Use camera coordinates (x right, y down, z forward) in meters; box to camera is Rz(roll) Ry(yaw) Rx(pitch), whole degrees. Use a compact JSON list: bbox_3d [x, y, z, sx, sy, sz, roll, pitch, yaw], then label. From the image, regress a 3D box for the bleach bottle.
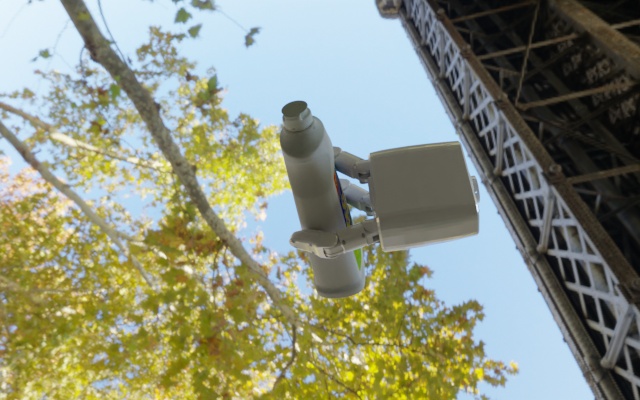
[{"bbox_3d":[0.000,0.002,0.560,0.068,0.251,0.102,-9,42,8],"label":"bleach bottle"}]
